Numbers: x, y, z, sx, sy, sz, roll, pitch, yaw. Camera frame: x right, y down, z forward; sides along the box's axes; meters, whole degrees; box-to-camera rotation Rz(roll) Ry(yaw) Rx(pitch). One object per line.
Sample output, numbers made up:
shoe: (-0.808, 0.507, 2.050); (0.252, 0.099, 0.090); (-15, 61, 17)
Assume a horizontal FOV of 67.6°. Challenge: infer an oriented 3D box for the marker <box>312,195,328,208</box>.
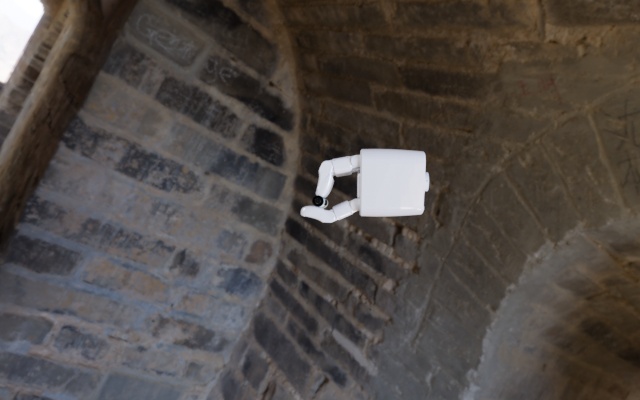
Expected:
marker: (0.000, 0.003, 0.813); (0.020, 0.020, 0.121); (0, -2, 4)
